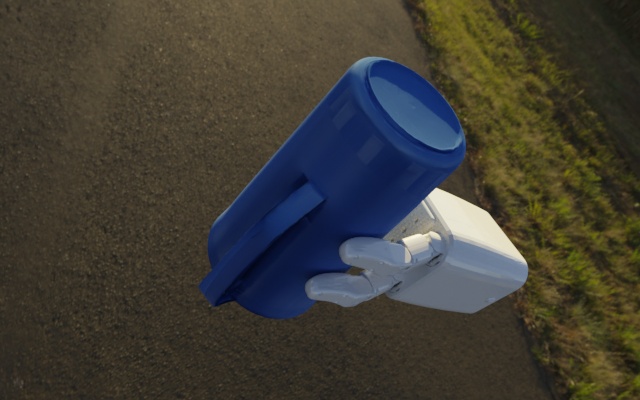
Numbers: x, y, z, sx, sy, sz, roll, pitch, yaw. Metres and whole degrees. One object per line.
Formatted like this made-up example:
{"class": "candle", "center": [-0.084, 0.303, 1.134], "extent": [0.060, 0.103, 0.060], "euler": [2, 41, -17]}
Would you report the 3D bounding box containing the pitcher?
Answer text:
{"class": "pitcher", "center": [0.000, 0.001, 0.414], "extent": [0.145, 0.149, 0.243], "euler": [20, -44, -25]}
